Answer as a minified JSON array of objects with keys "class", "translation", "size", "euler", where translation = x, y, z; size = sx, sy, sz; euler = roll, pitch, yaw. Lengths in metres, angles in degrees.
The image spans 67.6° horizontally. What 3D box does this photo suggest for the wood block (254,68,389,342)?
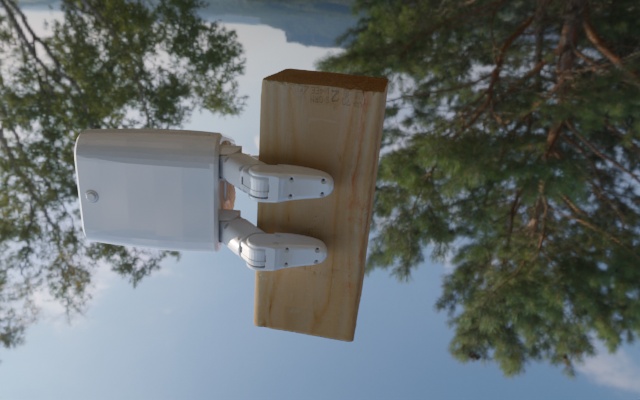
[{"class":"wood block","translation":[0.000,0.001,0.405],"size":[0.090,0.206,0.090],"euler":[8,22,6]}]
